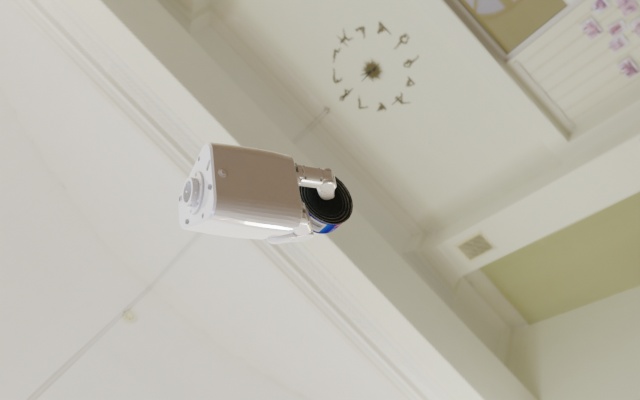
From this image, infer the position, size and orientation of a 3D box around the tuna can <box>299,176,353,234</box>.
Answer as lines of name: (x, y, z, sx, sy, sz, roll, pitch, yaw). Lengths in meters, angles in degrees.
tuna can: (0.000, 0.002, 0.659, 0.086, 0.086, 0.034, 0, -30, -36)
